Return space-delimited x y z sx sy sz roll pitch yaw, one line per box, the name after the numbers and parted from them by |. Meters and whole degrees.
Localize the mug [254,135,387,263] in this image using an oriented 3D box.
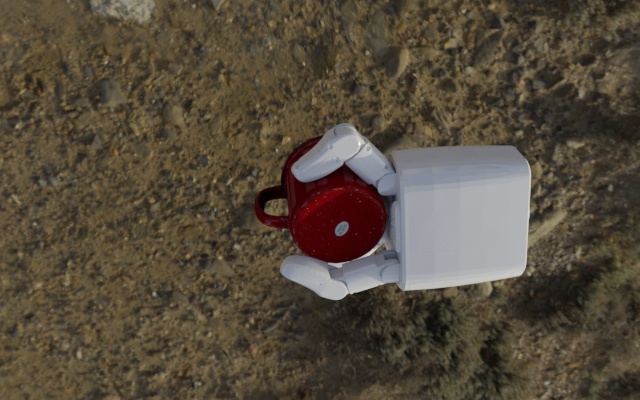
-0.001 0.002 0.422 0.117 0.093 0.081 -3 33 -4 | mug
